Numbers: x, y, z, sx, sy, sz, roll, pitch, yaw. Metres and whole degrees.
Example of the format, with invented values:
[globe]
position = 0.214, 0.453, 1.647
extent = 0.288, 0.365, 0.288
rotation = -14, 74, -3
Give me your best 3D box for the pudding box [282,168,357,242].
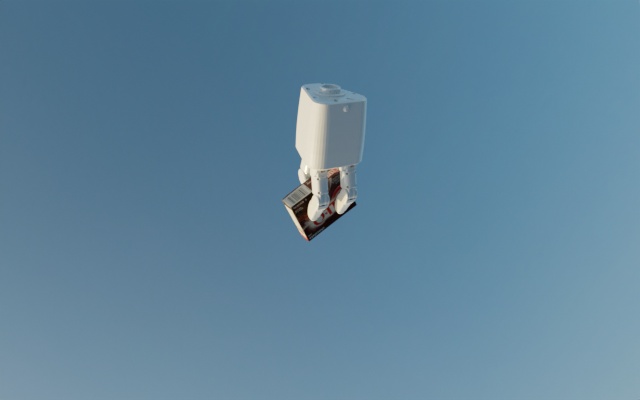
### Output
[pudding box]
position = 0.000, 0.003, 0.820
extent = 0.113, 0.090, 0.039
rotation = -36, 42, -11
